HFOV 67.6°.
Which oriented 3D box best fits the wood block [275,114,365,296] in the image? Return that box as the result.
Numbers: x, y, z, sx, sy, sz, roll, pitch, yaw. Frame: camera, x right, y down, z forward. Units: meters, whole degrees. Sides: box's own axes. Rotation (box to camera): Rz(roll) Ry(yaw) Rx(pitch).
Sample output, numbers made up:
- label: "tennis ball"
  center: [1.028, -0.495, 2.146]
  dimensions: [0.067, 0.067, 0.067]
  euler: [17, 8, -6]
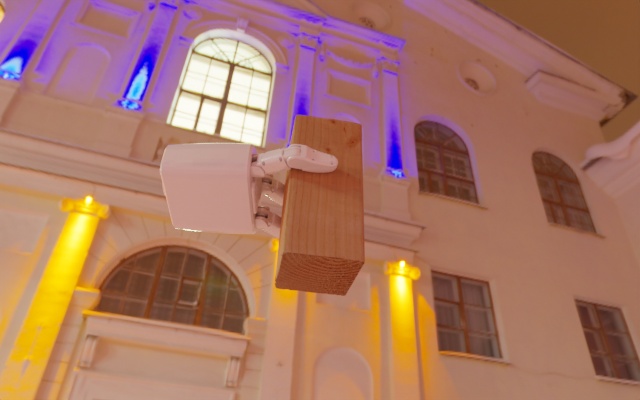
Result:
- label: "wood block"
  center: [0.000, 0.002, 0.595]
  dimensions: [0.090, 0.206, 0.091]
  euler: [8, -36, -8]
